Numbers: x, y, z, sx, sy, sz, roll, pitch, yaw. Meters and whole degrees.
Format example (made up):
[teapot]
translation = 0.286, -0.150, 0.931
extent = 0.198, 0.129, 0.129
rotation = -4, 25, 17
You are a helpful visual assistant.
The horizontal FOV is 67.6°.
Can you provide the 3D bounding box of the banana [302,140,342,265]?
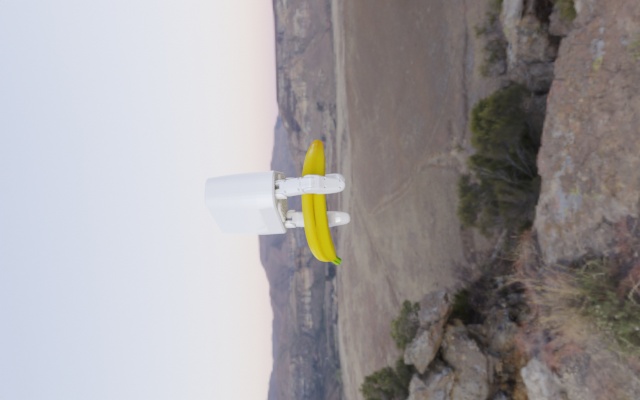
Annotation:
[banana]
translation = -0.004, 0.008, 0.717
extent = 0.037, 0.198, 0.069
rotation = -6, 6, 16
